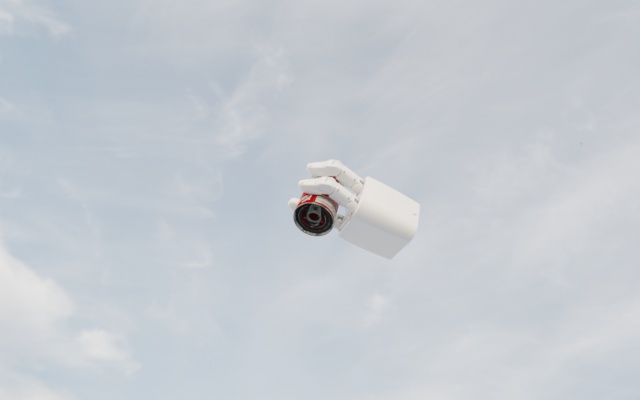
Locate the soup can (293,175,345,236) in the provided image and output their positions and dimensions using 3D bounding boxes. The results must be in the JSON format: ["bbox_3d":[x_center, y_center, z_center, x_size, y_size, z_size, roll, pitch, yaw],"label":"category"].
[{"bbox_3d":[0.000,0.002,0.809,0.068,0.068,0.102,0,35,16],"label":"soup can"}]
